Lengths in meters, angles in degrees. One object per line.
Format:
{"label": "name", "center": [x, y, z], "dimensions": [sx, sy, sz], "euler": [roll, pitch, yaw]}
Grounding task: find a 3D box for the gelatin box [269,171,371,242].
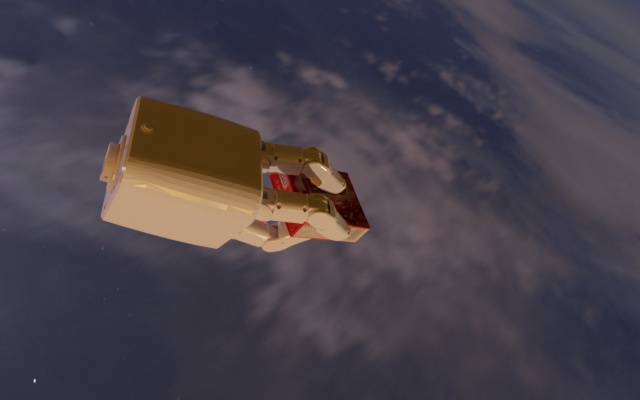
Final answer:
{"label": "gelatin box", "center": [0.000, 0.002, 0.477], "dimensions": [0.089, 0.073, 0.030], "euler": [9, -41, -40]}
